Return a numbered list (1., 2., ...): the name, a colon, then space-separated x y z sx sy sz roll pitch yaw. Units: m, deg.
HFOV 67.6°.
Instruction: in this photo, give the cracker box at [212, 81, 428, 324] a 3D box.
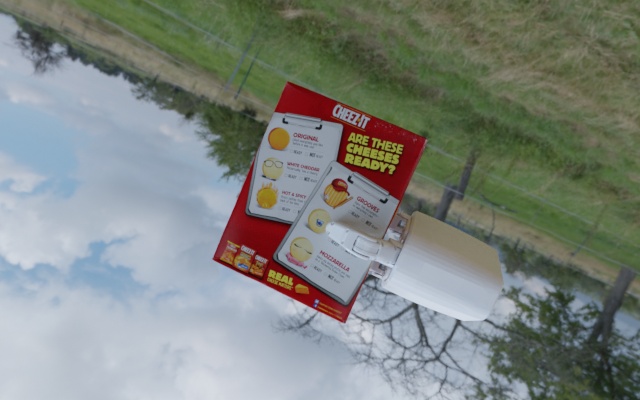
1. cracker box: 0.000 0.002 0.535 0.164 0.214 0.072 24 4 7
